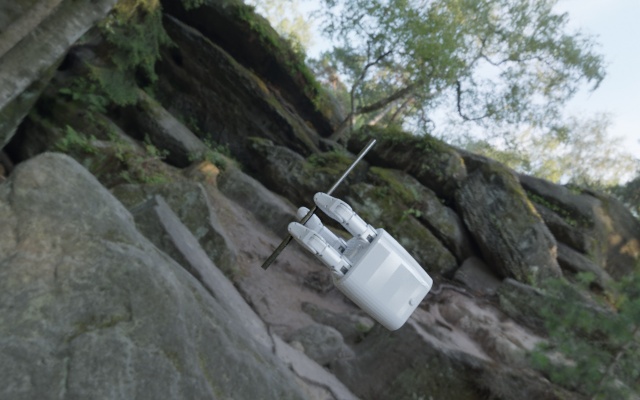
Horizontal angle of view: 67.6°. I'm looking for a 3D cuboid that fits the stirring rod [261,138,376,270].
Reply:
[{"bbox_3d":[0.000,0.002,0.663,0.011,0.239,0.011,39,-12,10],"label":"stirring rod"}]
